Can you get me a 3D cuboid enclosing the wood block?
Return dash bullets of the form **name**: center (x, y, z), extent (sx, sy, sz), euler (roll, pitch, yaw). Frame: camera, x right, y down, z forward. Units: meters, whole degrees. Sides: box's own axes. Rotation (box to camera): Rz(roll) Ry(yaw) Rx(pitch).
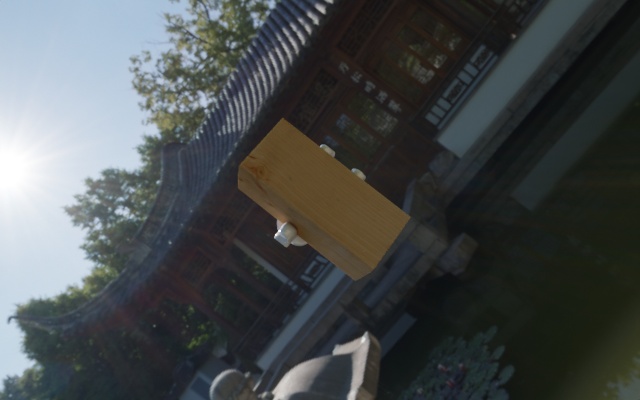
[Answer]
- **wood block**: center (0.000, 0.002, 0.627), extent (0.206, 0.090, 0.090), euler (38, -20, 2)
